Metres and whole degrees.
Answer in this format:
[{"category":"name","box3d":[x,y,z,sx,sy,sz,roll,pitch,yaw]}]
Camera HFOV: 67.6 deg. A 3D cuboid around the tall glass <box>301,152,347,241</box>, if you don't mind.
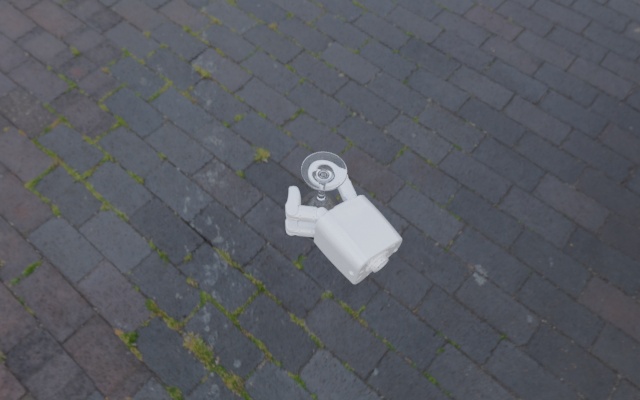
[{"category":"tall glass","box3d":[0.000,0.002,0.842,0.079,0.079,0.201,0,-30,-4]}]
